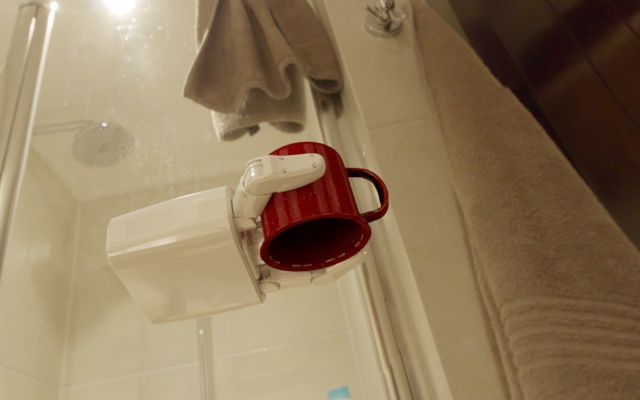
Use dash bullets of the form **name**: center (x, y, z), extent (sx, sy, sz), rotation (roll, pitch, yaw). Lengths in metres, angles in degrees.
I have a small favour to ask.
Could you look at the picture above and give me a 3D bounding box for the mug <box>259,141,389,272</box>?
- **mug**: center (0.001, 0.001, 0.411), extent (0.117, 0.081, 0.093), rotation (-13, -32, -1)
